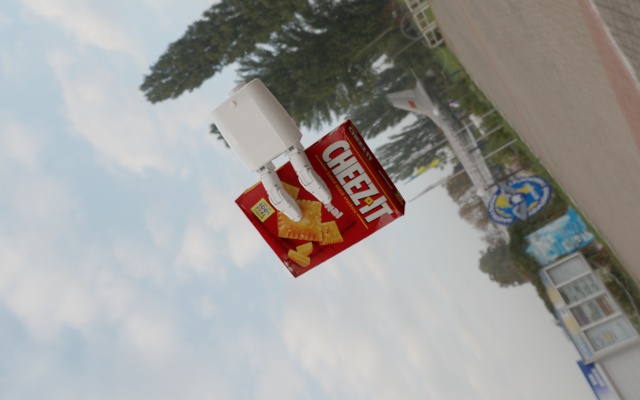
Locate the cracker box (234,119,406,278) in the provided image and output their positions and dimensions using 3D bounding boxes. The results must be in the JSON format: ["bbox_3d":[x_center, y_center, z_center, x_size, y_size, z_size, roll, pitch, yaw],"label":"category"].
[{"bbox_3d":[0.000,0.002,0.750,0.214,0.164,0.072,-32,11,19],"label":"cracker box"}]
